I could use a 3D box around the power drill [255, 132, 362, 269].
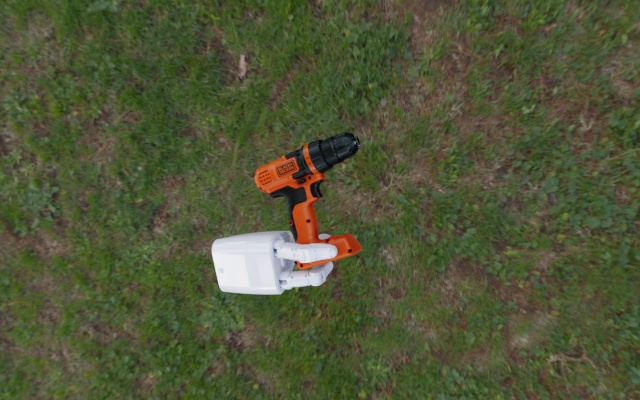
[{"bbox_3d":[0.000,0.003,0.754,0.184,0.187,0.057,-21,-6,24],"label":"power drill"}]
